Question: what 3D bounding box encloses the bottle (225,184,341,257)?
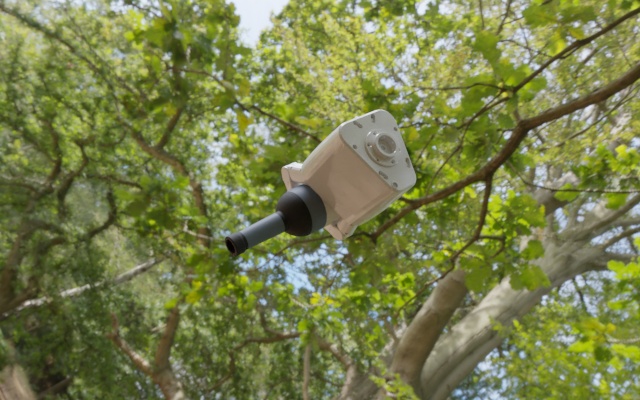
[{"bbox_3d":[0.000,0.002,0.663,0.295,0.069,0.069,-26,15,-34],"label":"bottle"}]
